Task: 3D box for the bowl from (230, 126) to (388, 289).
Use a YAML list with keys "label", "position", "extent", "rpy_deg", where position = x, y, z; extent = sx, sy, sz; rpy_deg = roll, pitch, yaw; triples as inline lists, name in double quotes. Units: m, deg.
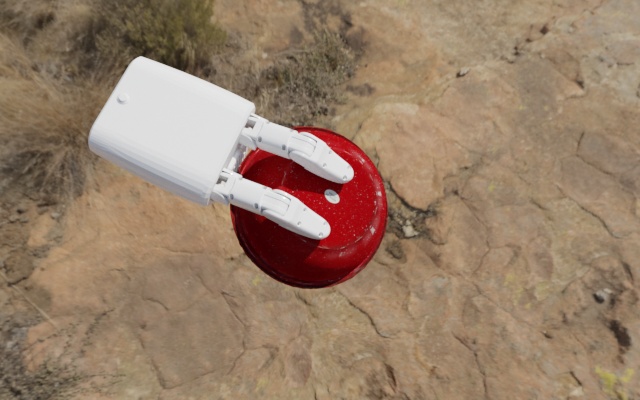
- label: "bowl"
  position: [0.001, 0.002, 0.446]
  extent: [0.162, 0.162, 0.055]
  rpy_deg: [0, -9, -18]
